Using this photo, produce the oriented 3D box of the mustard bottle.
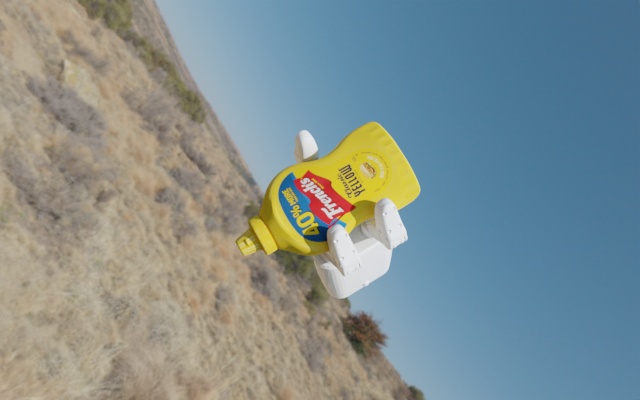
[{"bbox_3d":[0.000,0.001,0.496,0.191,0.096,0.058,-30,-7,-10],"label":"mustard bottle"}]
